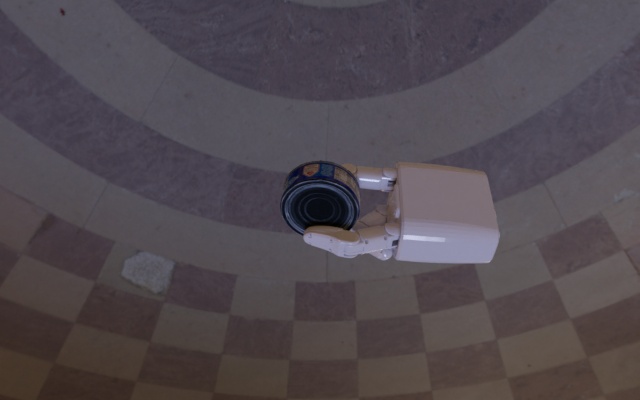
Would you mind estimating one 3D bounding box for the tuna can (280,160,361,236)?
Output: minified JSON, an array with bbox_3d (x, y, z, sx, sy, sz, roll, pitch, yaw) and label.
[{"bbox_3d":[0.000,0.002,0.513,0.086,0.086,0.033,0,38,6],"label":"tuna can"}]
